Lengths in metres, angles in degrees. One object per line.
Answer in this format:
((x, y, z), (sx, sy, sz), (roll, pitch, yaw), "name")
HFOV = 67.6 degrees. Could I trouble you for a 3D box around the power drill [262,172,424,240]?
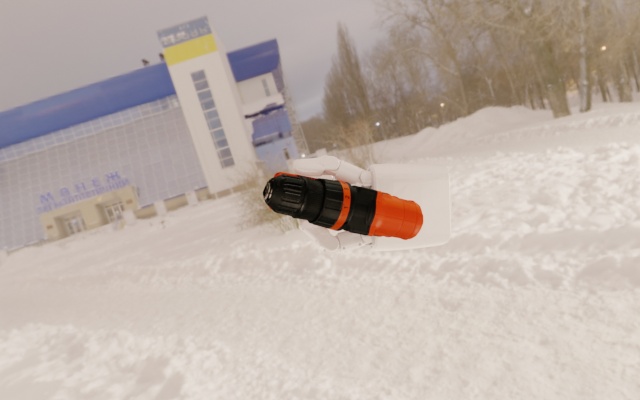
((0.000, 0.002, 0.566), (0.184, 0.057, 0.187), (14, 1, -24), "power drill")
